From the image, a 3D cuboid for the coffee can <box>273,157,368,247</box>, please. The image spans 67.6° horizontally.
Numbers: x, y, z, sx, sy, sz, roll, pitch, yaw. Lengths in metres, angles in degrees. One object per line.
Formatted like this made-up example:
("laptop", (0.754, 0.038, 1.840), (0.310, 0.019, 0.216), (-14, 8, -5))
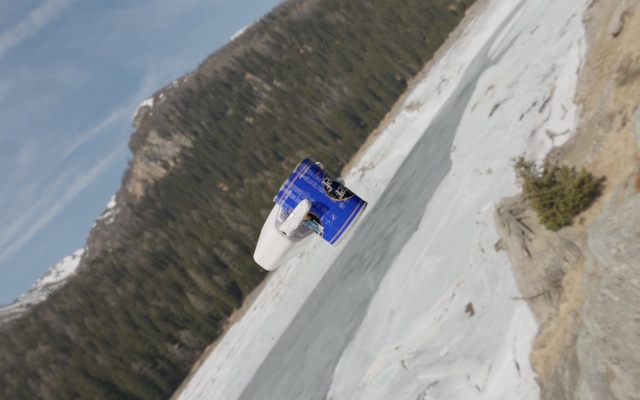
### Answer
("coffee can", (0.000, 0.003, 0.866), (0.140, 0.103, 0.103), (37, 0, 0))
